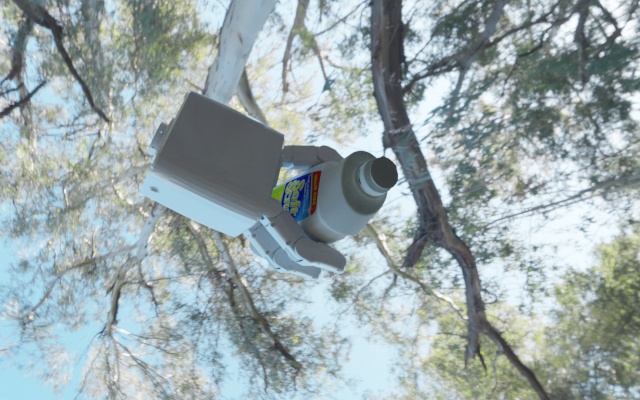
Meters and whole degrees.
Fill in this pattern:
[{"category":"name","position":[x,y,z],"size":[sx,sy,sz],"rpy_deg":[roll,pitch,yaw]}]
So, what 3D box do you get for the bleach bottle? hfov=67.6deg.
[{"category":"bleach bottle","position":[0.000,0.002,0.505],"size":[0.068,0.102,0.251],"rpy_deg":[25,-25,-19]}]
